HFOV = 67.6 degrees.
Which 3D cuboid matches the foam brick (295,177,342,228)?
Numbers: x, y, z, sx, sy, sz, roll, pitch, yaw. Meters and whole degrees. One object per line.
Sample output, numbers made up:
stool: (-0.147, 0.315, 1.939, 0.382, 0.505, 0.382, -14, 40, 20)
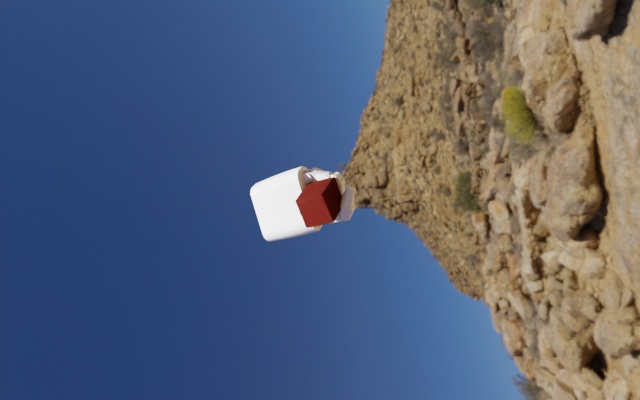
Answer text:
foam brick: (0.000, 0.003, 0.795, 0.051, 0.053, 0.078, -13, 19, 22)
